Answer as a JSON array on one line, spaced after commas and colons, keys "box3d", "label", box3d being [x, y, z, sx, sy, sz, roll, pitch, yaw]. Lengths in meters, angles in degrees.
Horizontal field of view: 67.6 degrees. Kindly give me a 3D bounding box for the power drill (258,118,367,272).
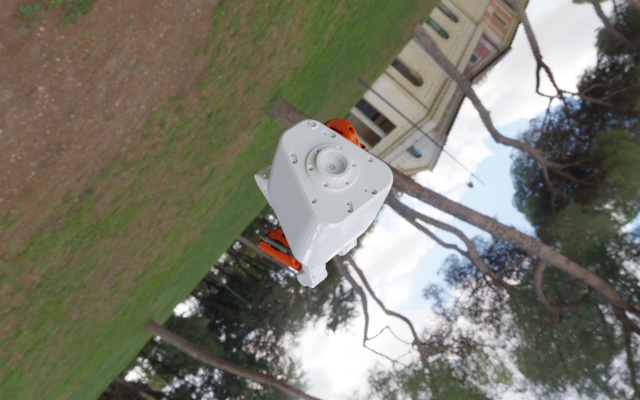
[{"box3d": [0.000, 0.002, 0.628, 0.057, 0.187, 0.184, 26, -9, 18], "label": "power drill"}]
